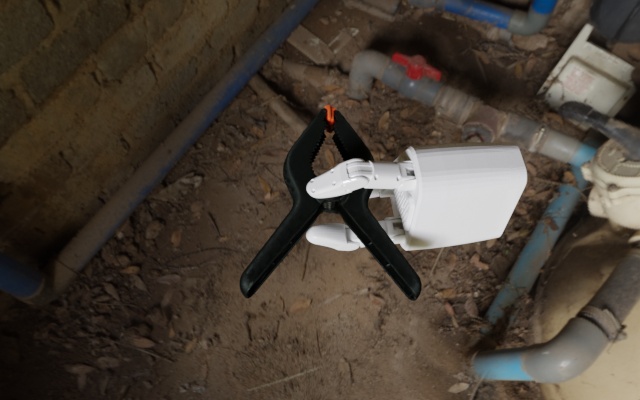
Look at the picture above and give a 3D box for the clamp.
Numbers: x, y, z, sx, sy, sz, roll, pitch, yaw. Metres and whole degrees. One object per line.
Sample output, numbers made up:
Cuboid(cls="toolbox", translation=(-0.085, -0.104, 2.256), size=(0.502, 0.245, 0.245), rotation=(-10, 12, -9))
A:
Cuboid(cls="clamp", translation=(0.000, 0.001, 0.467), size=(0.164, 0.210, 0.036), rotation=(-4, -24, -7))
